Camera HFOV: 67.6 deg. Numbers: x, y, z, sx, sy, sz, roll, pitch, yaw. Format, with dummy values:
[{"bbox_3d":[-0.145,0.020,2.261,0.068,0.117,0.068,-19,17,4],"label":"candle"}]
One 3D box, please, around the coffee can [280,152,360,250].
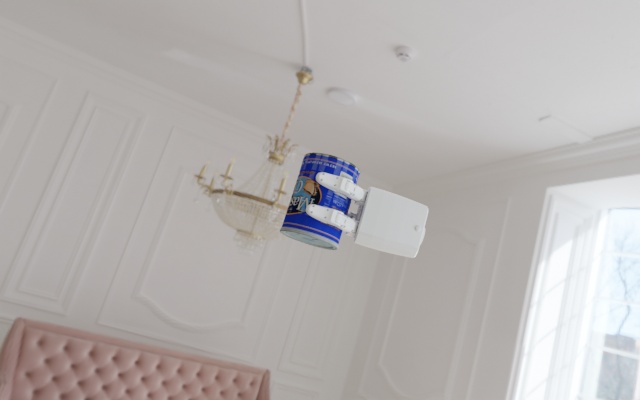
[{"bbox_3d":[0.000,0.003,0.818,0.103,0.140,0.103,16,-13,4],"label":"coffee can"}]
